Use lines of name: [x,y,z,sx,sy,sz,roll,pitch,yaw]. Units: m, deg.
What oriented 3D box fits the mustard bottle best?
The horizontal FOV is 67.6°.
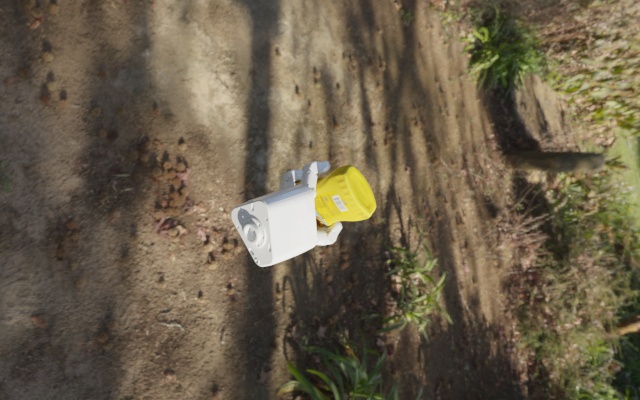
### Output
mustard bottle: [0.001,0.003,0.862,0.191,0.096,0.058,-16,27,41]
